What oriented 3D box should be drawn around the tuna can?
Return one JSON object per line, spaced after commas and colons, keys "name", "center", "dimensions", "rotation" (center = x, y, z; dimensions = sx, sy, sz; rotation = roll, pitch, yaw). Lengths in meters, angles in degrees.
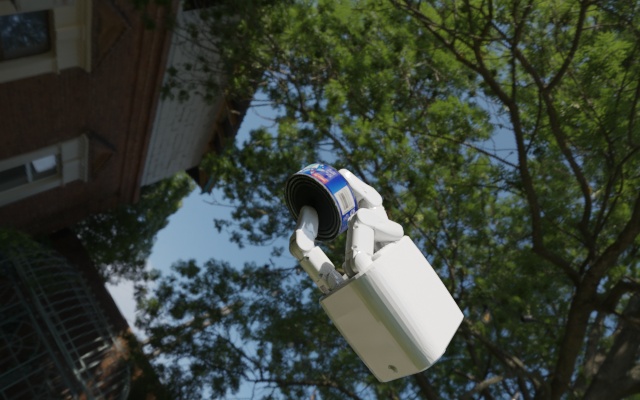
{"name": "tuna can", "center": [0.000, 0.001, 0.541], "dimensions": [0.086, 0.086, 0.033], "rotation": [0, 27, 48]}
